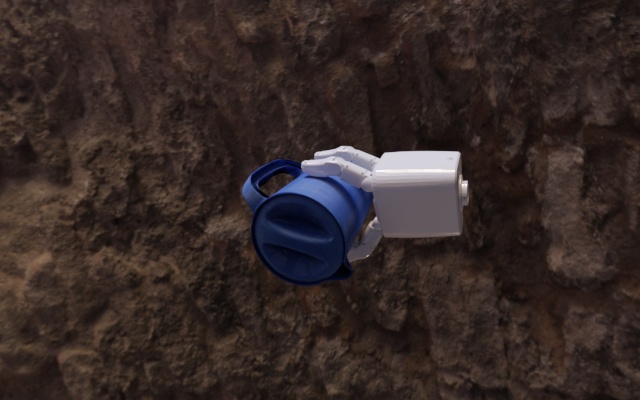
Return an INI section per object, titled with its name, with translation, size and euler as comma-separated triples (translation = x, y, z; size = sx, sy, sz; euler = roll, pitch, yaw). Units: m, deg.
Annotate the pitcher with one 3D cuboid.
[pitcher]
translation = 0.000, 0.002, 0.708
size = 0.145, 0.149, 0.242
euler = -3, 21, 22
